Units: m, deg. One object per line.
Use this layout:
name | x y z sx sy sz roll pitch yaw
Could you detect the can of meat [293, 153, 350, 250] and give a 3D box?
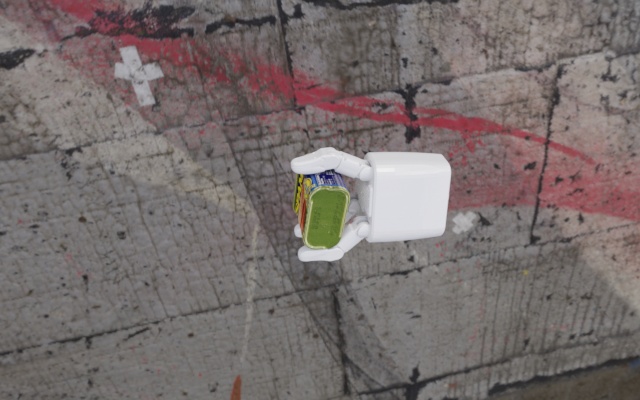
can of meat | 0.000 0.002 0.631 0.057 0.102 0.084 1 34 -13
